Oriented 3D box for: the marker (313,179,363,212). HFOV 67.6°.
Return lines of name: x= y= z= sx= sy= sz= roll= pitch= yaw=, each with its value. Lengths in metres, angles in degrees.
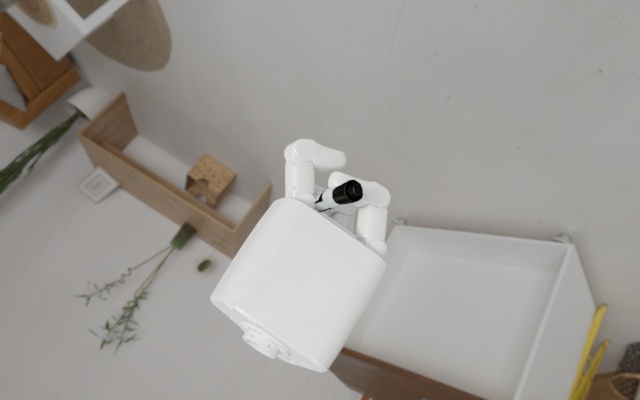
marker: x=0.000 y=0.001 z=0.430 sx=0.020 sy=0.020 sz=0.121 roll=0 pitch=-9 yaw=-30
